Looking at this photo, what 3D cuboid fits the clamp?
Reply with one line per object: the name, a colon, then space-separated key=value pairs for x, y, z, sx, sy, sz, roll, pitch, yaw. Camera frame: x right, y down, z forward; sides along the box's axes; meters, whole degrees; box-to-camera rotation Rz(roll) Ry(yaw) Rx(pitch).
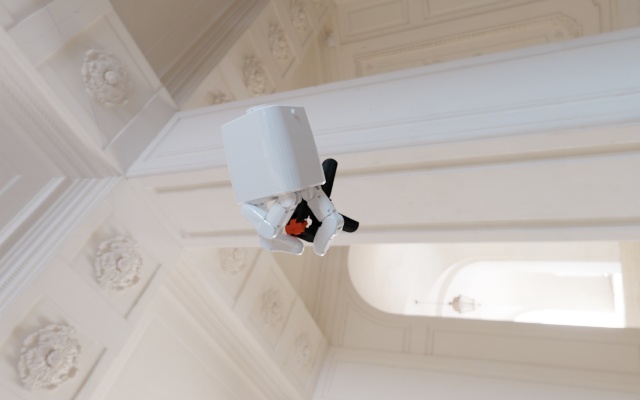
clamp: x=0.000 y=0.003 z=0.682 sx=0.039 sy=0.120 sz=0.171 roll=-22 pitch=-2 yaw=28
